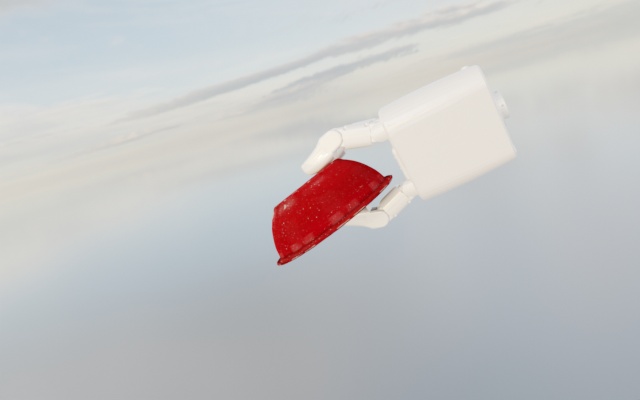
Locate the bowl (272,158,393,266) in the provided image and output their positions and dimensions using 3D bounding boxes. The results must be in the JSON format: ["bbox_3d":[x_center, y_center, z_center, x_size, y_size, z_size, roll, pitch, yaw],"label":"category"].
[{"bbox_3d":[-0.001,0.002,0.533,0.162,0.055,0.162,-38,3,3],"label":"bowl"}]
